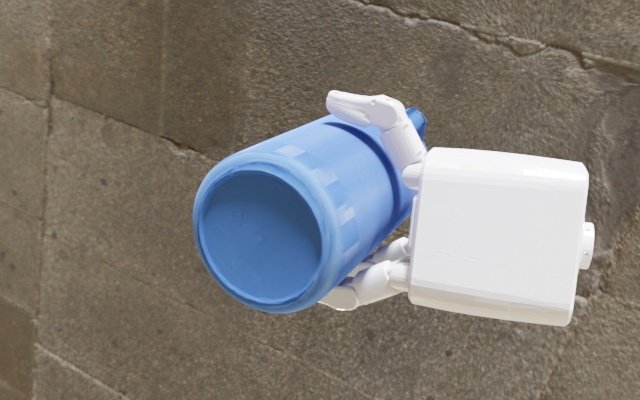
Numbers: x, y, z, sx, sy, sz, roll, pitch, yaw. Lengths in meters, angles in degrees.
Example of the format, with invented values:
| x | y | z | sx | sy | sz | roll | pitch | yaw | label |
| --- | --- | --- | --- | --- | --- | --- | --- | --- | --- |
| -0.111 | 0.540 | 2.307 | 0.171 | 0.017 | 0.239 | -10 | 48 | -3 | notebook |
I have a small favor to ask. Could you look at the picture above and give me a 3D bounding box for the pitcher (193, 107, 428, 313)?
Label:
| x | y | z | sx | sy | sz | roll | pitch | yaw | label |
| --- | --- | --- | --- | --- | --- | --- | --- | --- | --- |
| 0.000 | 0.001 | 0.404 | 0.145 | 0.149 | 0.242 | 6 | 16 | 21 | pitcher |
